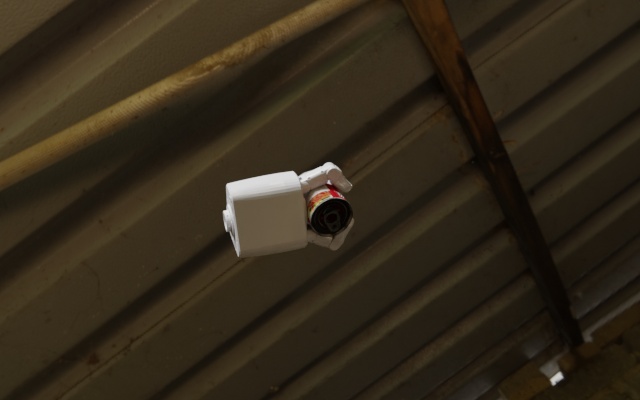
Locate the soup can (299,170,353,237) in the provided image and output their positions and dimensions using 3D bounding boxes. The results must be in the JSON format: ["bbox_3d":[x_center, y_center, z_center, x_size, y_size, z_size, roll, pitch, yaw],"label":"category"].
[{"bbox_3d":[0.000,0.002,0.753,0.068,0.068,0.102,0,28,-23],"label":"soup can"}]
